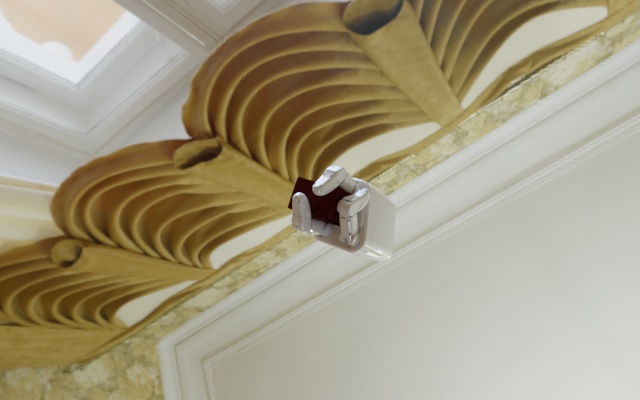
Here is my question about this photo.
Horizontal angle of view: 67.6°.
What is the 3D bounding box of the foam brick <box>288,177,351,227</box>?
[{"bbox_3d":[0.000,0.002,0.720,0.078,0.053,0.051,17,-6,38],"label":"foam brick"}]
